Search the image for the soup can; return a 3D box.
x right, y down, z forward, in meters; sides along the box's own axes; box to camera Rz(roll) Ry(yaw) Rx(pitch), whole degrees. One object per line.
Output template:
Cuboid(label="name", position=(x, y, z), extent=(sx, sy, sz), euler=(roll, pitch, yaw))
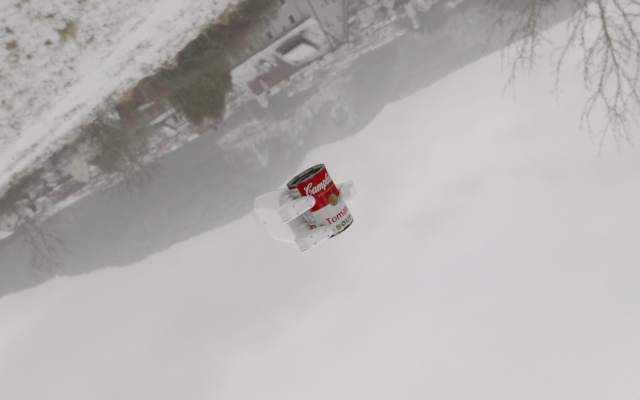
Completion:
Cuboid(label="soup can", position=(0.001, 0.003, 0.754), extent=(0.068, 0.102, 0.068), euler=(-27, 14, 8))
